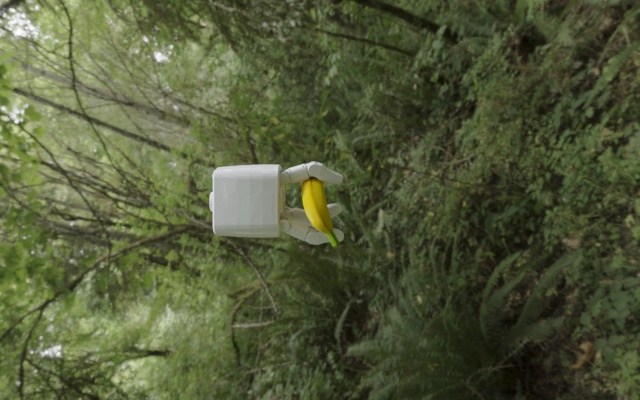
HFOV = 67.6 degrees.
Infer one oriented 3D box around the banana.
[{"bbox_3d":[-0.006,-0.009,0.783,0.037,0.070,0.197,-20,37,9],"label":"banana"}]
